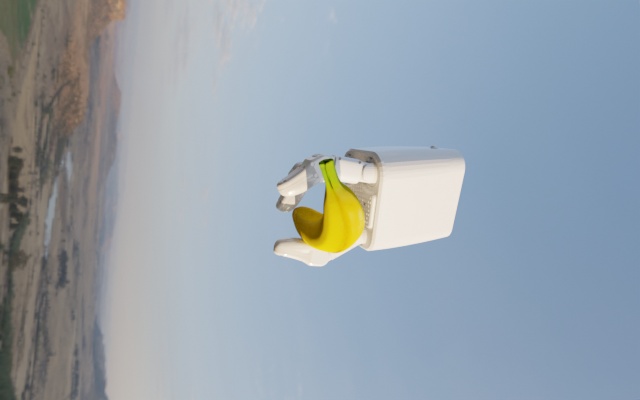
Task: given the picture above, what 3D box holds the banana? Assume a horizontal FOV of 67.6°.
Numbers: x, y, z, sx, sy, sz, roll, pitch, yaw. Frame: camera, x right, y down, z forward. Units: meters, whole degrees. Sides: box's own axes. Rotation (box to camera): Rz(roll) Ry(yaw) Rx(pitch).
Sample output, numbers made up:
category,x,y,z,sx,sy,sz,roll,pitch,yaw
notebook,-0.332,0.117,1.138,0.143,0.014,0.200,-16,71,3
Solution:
category,x,y,z,sx,sy,sz,roll,pitch,yaw
banana,0.006,0.018,0.458,0.037,0.069,0.198,-15,-10,-15
